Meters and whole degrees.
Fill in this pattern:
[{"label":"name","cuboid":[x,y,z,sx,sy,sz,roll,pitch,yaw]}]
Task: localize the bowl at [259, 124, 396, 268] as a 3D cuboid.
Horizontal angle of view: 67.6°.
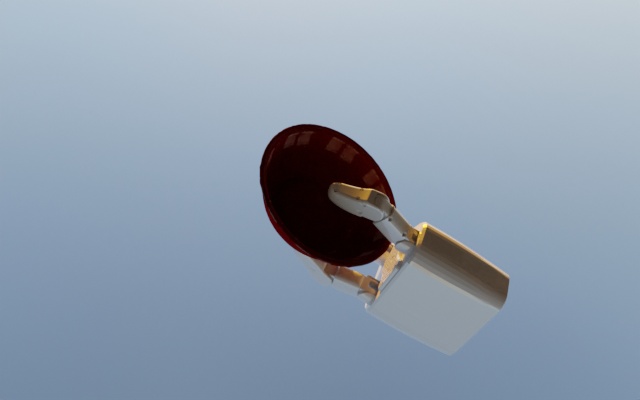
[{"label":"bowl","cuboid":[-0.001,0.001,0.500,0.162,0.162,0.055,0,-26,-35]}]
